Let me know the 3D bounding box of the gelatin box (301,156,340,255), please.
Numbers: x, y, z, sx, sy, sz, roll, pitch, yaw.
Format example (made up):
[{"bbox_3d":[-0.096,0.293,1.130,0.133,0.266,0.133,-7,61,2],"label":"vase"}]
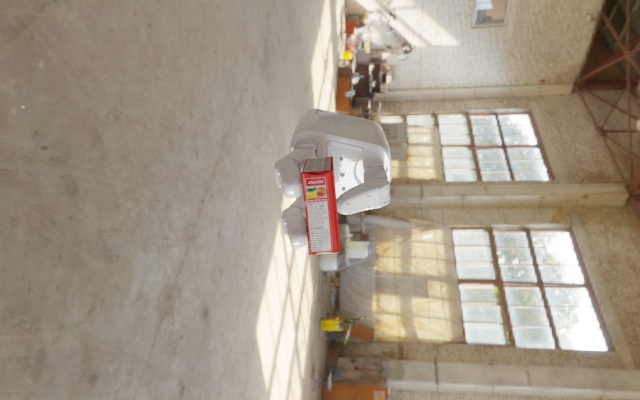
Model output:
[{"bbox_3d":[0.001,0.002,0.443,0.030,0.073,0.089,-4,13,1],"label":"gelatin box"}]
